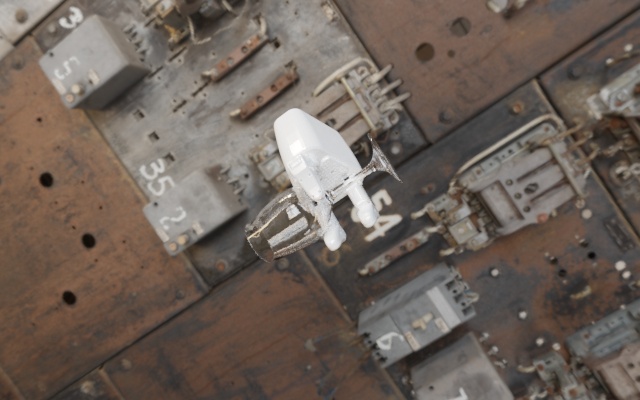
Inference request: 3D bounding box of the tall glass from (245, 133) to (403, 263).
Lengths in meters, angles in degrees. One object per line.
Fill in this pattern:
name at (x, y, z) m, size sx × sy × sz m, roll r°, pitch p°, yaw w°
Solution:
tall glass at (0.001, 0.002, 0.611) m, size 0.201 × 0.079 × 0.079 m, roll -34°, pitch -8°, yaw 11°
